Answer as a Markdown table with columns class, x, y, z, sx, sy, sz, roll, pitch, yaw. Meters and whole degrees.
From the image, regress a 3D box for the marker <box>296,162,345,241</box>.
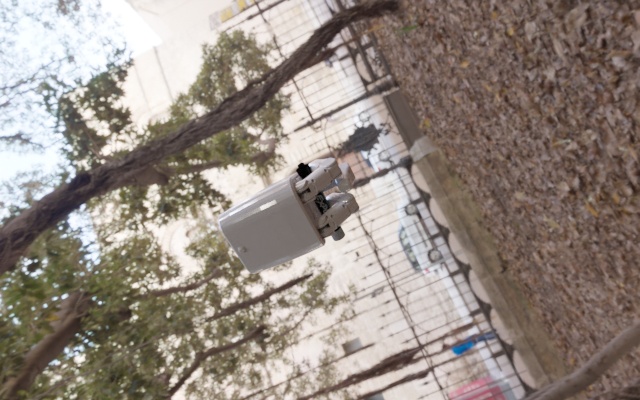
| class | x | y | z | sx | sy | sz | roll | pitch | yaw |
| --- | --- | --- | --- | --- | --- | --- | --- | --- | --- |
| marker | 0.000 | 0.002 | 0.642 | 0.020 | 0.121 | 0.020 | -24 | 23 | 11 |
